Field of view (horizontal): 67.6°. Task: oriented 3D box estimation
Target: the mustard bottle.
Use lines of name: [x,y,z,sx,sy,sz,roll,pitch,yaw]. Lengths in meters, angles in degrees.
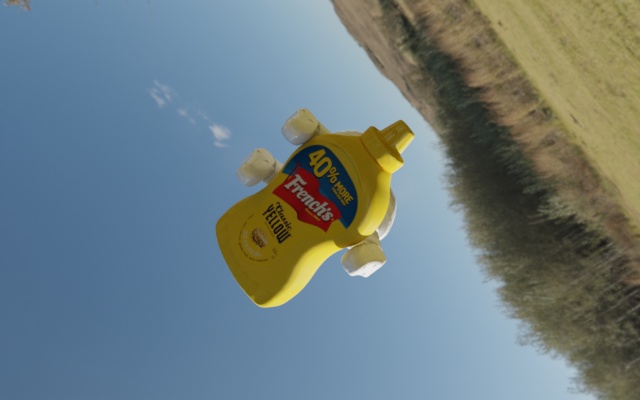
mustard bottle: [0.000,0.002,0.406,0.192,0.096,0.058,-40,-24,18]
